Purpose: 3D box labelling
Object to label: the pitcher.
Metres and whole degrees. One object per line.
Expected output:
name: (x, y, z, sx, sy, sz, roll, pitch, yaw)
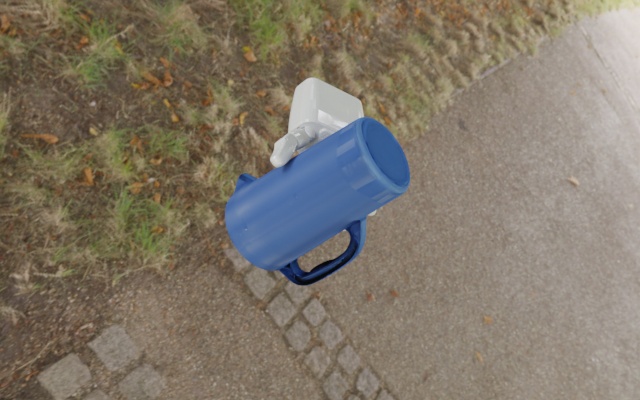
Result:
pitcher: (0.000, 0.002, 0.645, 0.243, 0.145, 0.149, -30, -51, 33)
